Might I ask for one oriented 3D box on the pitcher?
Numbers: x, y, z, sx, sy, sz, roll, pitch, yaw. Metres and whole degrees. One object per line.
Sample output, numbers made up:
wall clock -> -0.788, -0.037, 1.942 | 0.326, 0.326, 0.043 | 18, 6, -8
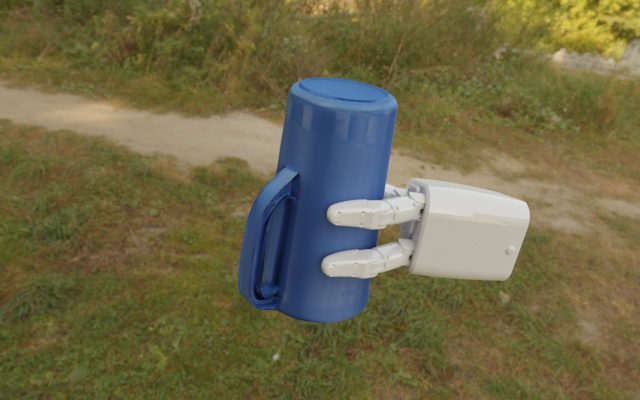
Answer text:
pitcher -> 0.000, 0.002, 0.509 | 0.145, 0.243, 0.149 | 8, 25, -1
